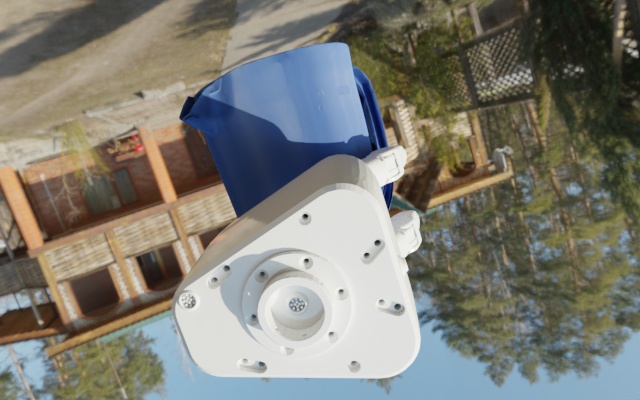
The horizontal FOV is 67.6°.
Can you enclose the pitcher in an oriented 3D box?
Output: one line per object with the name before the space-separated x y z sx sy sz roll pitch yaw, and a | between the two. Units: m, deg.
pitcher | 0.000 0.001 0.403 0.149 0.243 0.145 -17 9 4
